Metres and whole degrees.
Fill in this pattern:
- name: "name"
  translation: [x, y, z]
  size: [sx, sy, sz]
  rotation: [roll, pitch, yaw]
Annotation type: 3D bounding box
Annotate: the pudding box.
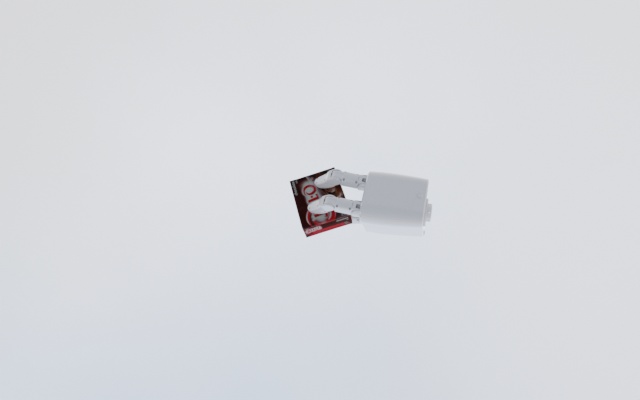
- name: "pudding box"
  translation: [0.000, 0.003, 0.876]
  size: [0.090, 0.113, 0.039]
  rotation: [-17, -35, 0]
